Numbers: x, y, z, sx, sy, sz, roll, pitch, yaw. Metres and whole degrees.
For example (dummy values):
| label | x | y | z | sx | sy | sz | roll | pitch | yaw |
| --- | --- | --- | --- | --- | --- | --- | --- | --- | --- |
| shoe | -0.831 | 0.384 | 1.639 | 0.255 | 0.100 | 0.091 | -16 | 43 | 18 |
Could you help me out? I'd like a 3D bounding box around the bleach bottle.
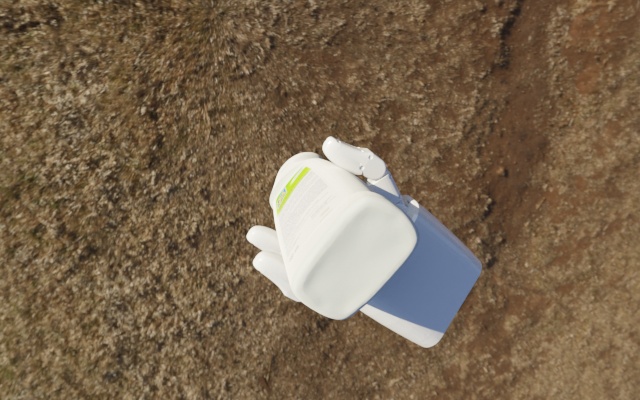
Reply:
| label | x | y | z | sx | sy | sz | roll | pitch | yaw |
| --- | --- | --- | --- | --- | --- | --- | --- | --- | --- |
| bleach bottle | 0.000 | 0.002 | 0.454 | 0.068 | 0.102 | 0.250 | 36 | 10 | -22 |
